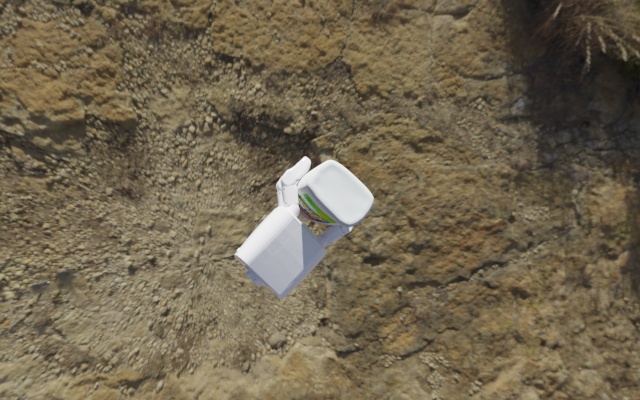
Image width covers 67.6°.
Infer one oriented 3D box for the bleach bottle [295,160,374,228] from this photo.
[{"bbox_3d":[0.000,0.003,0.799,0.102,0.068,0.251,44,-14,-5],"label":"bleach bottle"}]
